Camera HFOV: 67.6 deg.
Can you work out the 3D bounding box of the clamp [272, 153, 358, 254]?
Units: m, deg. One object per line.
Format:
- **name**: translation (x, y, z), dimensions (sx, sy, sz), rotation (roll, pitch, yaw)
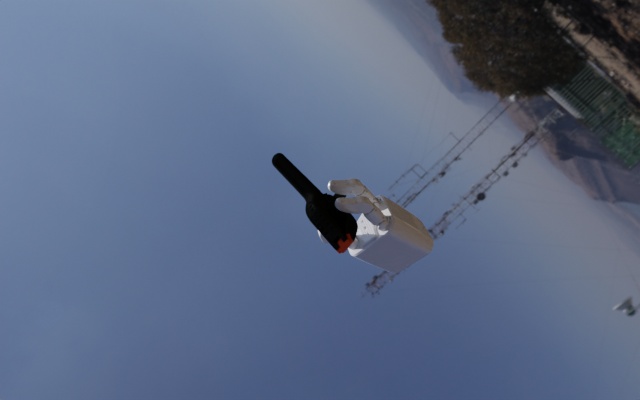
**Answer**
- **clamp**: translation (0.000, 0.004, 0.780), dimensions (0.164, 0.036, 0.209), rotation (25, 26, -27)
